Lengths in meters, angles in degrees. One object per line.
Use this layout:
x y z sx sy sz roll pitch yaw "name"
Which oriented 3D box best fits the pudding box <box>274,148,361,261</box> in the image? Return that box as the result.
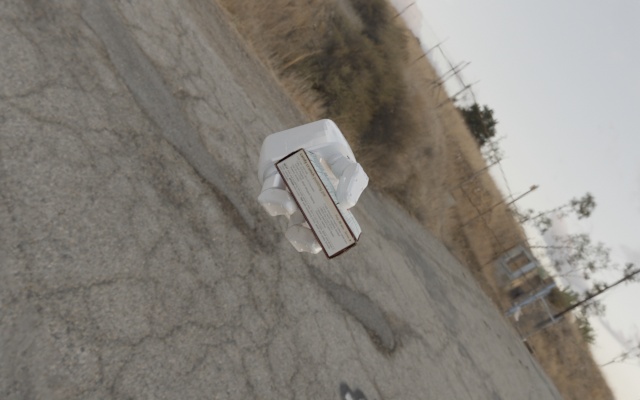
0.000 0.002 0.508 0.039 0.113 0.090 -32 -2 8 "pudding box"
